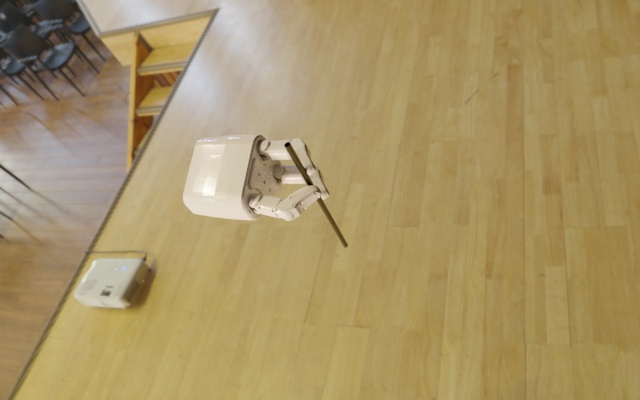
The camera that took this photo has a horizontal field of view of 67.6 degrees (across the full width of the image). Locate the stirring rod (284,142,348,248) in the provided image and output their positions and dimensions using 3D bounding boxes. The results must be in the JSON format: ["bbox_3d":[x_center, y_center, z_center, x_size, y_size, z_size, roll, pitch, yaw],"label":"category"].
[{"bbox_3d":[0.000,0.002,0.653,0.011,0.011,0.240,0,-34,23],"label":"stirring rod"}]
